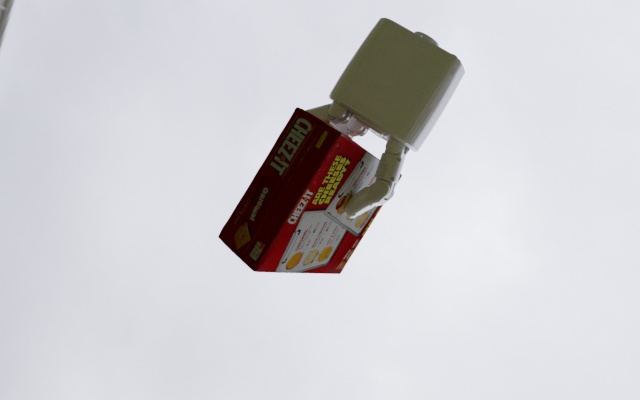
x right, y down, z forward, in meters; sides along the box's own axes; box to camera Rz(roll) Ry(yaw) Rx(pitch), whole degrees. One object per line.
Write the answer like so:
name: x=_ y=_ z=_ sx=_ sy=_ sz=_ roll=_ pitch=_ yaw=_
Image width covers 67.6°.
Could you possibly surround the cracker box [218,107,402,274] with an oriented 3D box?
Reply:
cracker box: x=0.000 y=0.002 z=0.570 sx=0.072 sy=0.164 sz=0.214 roll=35 pitch=8 yaw=27
